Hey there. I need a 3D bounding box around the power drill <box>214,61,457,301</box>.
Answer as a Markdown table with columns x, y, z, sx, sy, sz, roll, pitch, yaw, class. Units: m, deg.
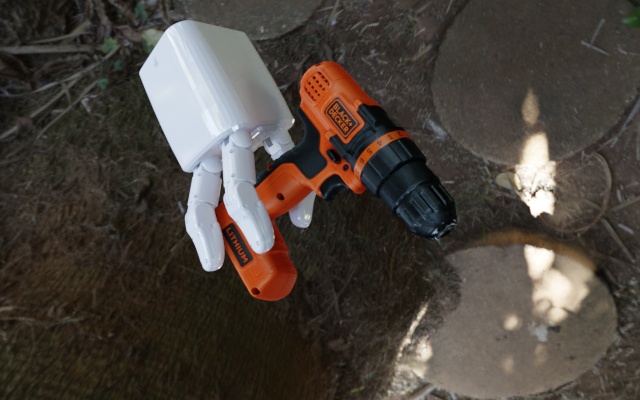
| x | y | z | sx | sy | sz | roll | pitch | yaw | class |
| --- | --- | --- | --- | --- | --- | --- | --- | --- | --- |
| 0.000 | 0.001 | 0.410 | 0.188 | 0.184 | 0.057 | -45 | -29 | 20 | power drill |
